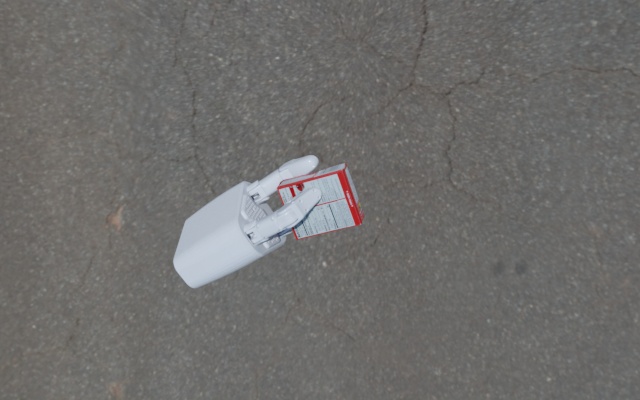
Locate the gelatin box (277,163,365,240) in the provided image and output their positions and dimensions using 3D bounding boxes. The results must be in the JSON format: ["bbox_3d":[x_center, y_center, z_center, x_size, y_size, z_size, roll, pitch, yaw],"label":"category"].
[{"bbox_3d":[0.000,0.002,0.581,0.089,0.073,0.030,-14,18,19],"label":"gelatin box"}]
